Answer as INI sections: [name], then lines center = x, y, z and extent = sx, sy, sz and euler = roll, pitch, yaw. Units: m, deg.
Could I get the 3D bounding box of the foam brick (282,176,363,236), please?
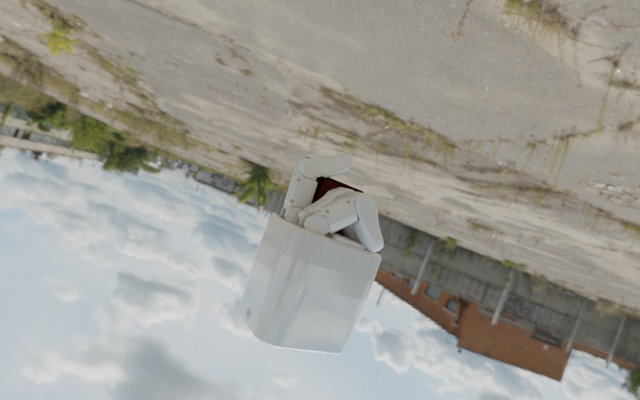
[foam brick]
center = 0.000, 0.002, 0.520
extent = 0.053, 0.051, 0.078
euler = 21, -1, -24
